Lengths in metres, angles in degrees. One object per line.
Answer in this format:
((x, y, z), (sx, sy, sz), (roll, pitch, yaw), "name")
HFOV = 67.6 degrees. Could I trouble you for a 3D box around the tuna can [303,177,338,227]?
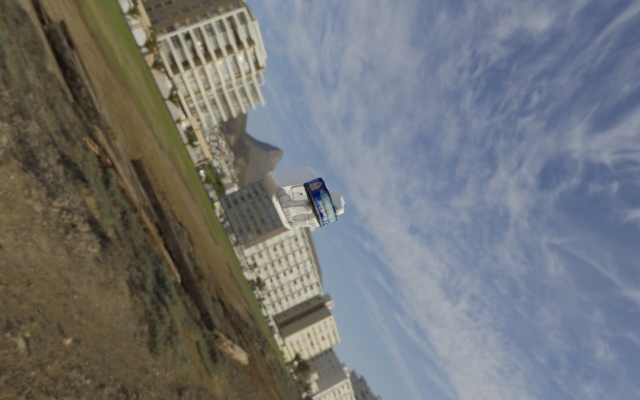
((0.001, 0.003, 0.854), (0.034, 0.086, 0.086), (-21, 2, -6), "tuna can")
